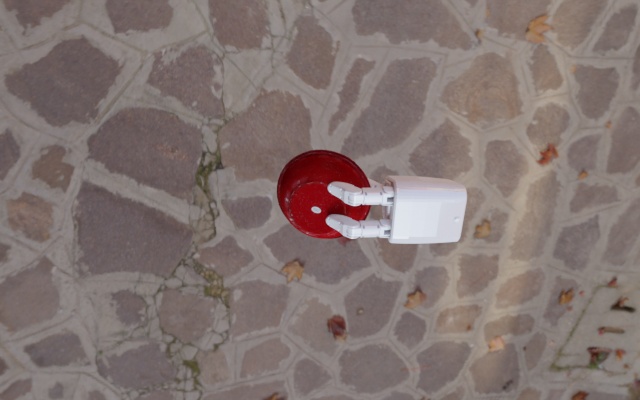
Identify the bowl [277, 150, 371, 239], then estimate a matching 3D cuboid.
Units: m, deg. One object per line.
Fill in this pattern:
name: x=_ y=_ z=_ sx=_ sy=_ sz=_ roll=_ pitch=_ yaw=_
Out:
bowl: x=-0.001 y=0.003 z=0.770 sx=0.162 sy=0.162 sz=0.055 roll=0 pitch=24 yaw=13
